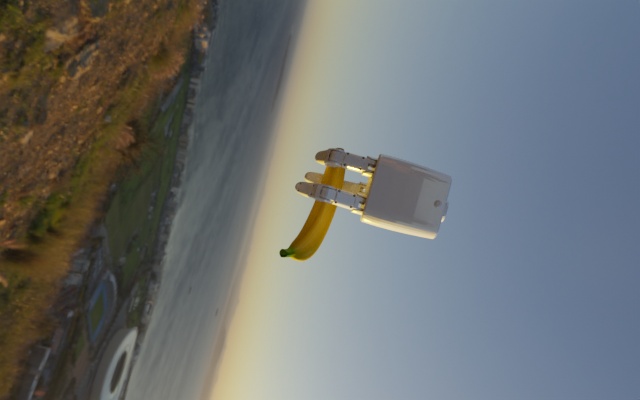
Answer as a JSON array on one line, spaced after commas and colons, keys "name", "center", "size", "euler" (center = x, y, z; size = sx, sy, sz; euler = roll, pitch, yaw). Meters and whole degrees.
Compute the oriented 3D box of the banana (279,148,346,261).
[{"name": "banana", "center": [0.000, 0.015, 0.701], "size": [0.037, 0.197, 0.070], "euler": [18, -28, 15]}]
